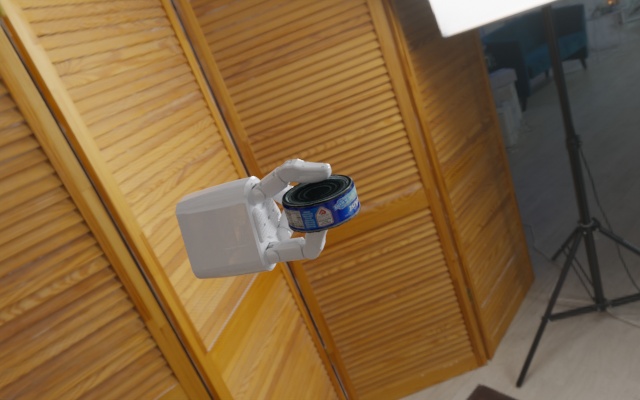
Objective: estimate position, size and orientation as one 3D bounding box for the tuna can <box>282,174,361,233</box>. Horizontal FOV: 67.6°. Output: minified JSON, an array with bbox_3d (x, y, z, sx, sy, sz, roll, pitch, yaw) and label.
[{"bbox_3d":[0.000,0.001,0.540,0.086,0.034,0.086,-14,21,6],"label":"tuna can"}]
